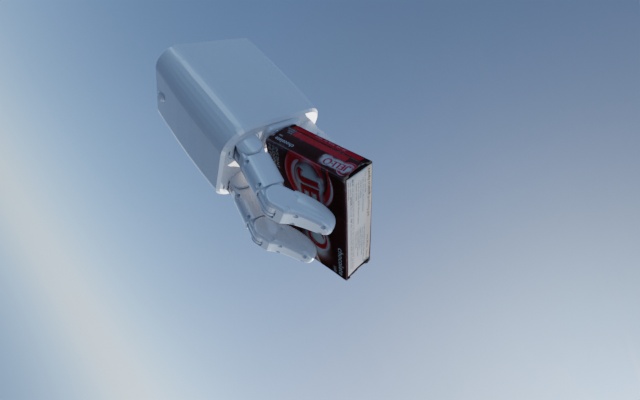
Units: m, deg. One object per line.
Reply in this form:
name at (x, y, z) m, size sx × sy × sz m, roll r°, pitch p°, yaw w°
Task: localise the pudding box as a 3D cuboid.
pudding box at (0.000, 0.001, 0.412) m, size 0.039 × 0.114 × 0.090 m, roll -35°, pitch 48°, yaw -30°
